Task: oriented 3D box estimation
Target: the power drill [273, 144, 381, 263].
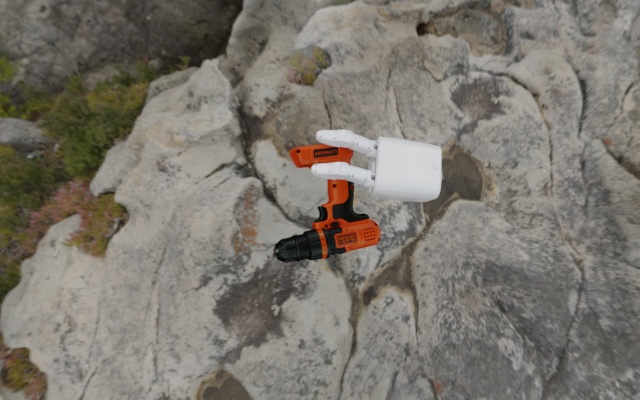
[{"bbox_3d":[0.000,0.002,0.795,0.184,0.187,0.057,-10,2,-18],"label":"power drill"}]
